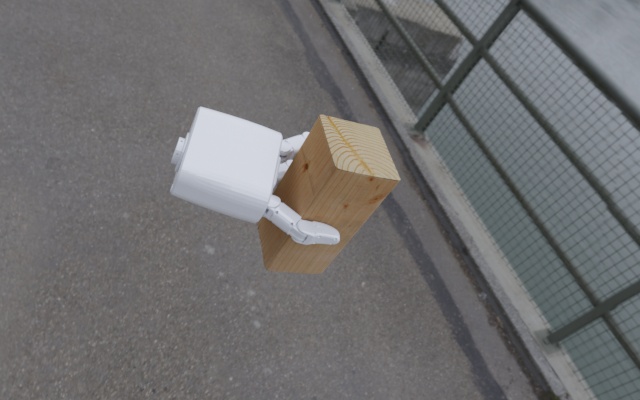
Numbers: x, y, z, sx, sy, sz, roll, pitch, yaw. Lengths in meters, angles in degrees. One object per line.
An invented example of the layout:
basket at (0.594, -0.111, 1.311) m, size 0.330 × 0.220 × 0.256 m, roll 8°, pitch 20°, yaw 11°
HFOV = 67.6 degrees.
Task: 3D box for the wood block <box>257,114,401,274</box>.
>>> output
wood block at (0.000, 0.002, 0.620) m, size 0.090 × 0.090 × 0.206 m, roll 8°, pitch -43°, yaw -28°
